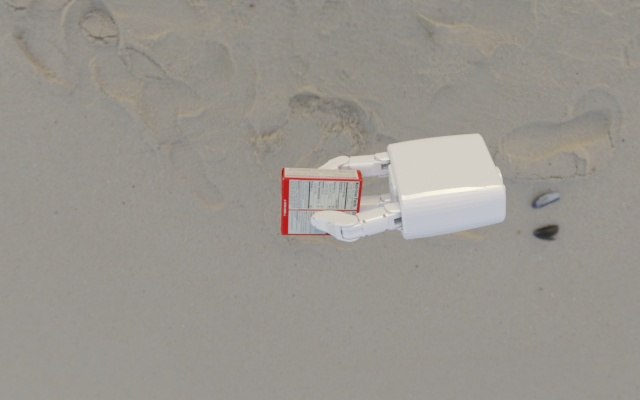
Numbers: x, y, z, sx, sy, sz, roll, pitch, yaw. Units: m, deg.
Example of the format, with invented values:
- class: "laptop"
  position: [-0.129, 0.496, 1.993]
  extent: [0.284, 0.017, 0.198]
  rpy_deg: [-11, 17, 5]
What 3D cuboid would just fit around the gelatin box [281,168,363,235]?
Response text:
- class: "gelatin box"
  position: [0.000, 0.002, 0.535]
  extent: [0.089, 0.073, 0.030]
  rpy_deg: [1, 30, -5]
